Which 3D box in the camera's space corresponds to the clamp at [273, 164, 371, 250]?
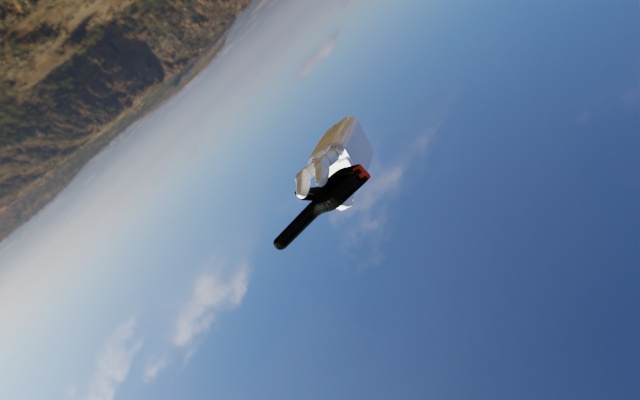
[{"bbox_3d":[0.001,0.003,0.861,0.036,0.164,0.210,43,-46,-21],"label":"clamp"}]
